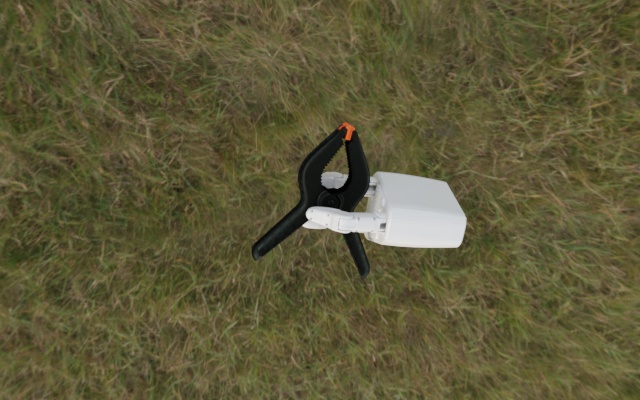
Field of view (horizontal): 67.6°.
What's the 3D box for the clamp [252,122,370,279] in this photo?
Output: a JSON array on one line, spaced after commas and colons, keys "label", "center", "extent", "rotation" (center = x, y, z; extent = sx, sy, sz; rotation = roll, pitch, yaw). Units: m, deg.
[{"label": "clamp", "center": [0.001, 0.002, 0.623], "extent": [0.164, 0.210, 0.036], "rotation": [5, 17, -12]}]
